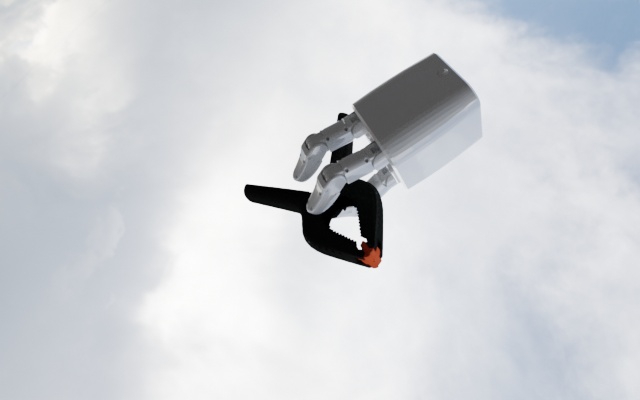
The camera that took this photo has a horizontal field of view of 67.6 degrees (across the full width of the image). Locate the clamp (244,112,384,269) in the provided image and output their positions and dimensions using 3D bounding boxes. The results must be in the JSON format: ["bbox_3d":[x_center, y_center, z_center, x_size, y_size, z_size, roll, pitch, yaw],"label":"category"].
[{"bbox_3d":[0.001,0.002,0.541,0.164,0.209,0.036,-33,-43,7],"label":"clamp"}]
